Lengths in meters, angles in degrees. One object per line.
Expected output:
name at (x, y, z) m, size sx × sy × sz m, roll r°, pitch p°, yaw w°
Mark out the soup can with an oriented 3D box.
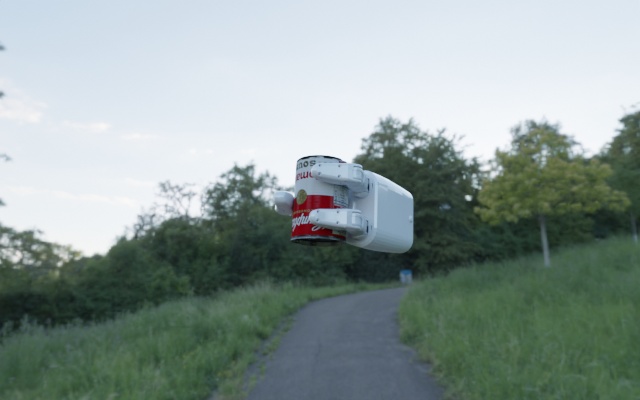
soup can at (0.000, 0.002, 0.591) m, size 0.068 × 0.102 × 0.068 m, roll 3°, pitch -13°, yaw 1°
